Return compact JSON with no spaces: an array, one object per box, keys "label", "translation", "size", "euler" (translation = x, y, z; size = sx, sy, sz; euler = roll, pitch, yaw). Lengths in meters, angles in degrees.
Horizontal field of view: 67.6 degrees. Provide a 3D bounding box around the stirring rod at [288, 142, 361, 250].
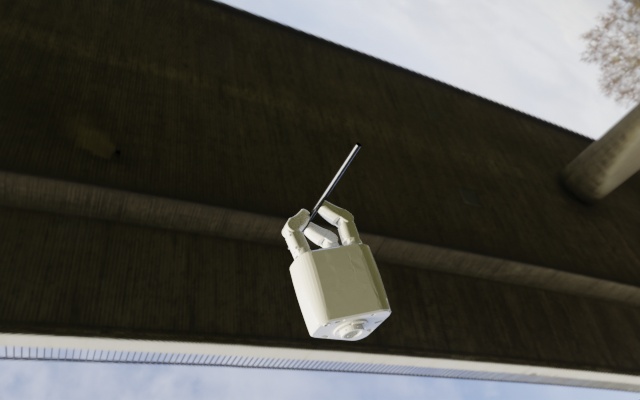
[{"label":"stirring rod","translation":[0.000,0.002,0.707],"size":[0.011,0.011,0.240],"euler":[0,-39,-32]}]
